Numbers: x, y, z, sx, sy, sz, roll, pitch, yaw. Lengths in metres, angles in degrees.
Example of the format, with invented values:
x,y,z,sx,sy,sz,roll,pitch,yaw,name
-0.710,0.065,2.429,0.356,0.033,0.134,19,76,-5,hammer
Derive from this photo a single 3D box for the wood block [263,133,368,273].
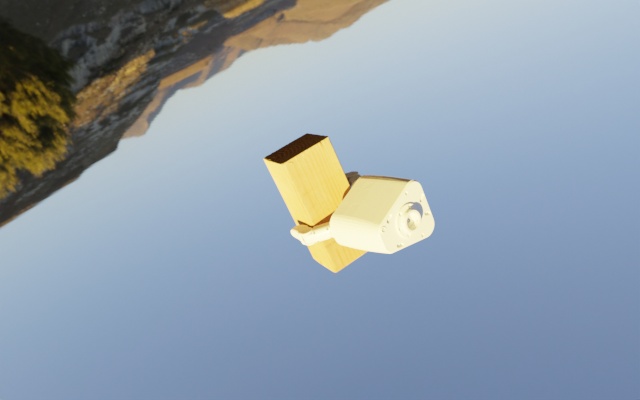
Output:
x,y,z,sx,sy,sz,roll,pitch,yaw,name
0.000,0.003,0.791,0.091,0.206,0.090,-32,23,-17,wood block
